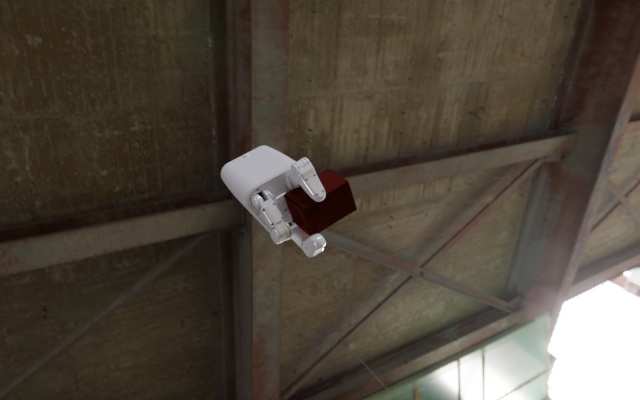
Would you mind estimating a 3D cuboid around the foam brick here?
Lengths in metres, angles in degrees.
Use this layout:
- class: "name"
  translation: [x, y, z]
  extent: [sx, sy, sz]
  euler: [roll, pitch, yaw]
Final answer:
- class: "foam brick"
  translation: [0.000, 0.002, 0.653]
  extent: [0.078, 0.053, 0.051]
  euler: [-30, 36, -18]
